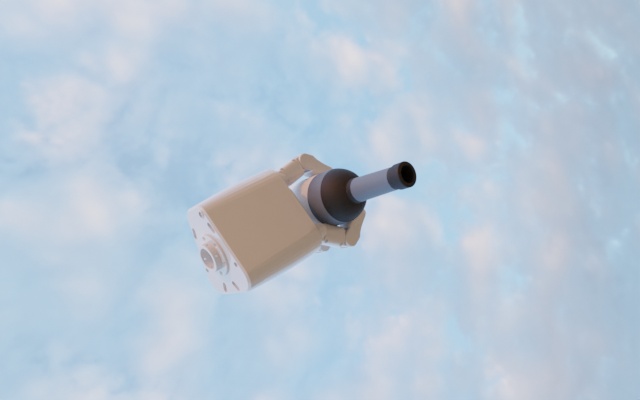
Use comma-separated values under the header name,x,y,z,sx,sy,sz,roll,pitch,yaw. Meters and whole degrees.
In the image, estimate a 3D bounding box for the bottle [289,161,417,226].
name,x,y,z,sx,sy,sz,roll,pitch,yaw
bottle,0.000,0.002,0.593,0.069,0.069,0.296,0,-11,-37
